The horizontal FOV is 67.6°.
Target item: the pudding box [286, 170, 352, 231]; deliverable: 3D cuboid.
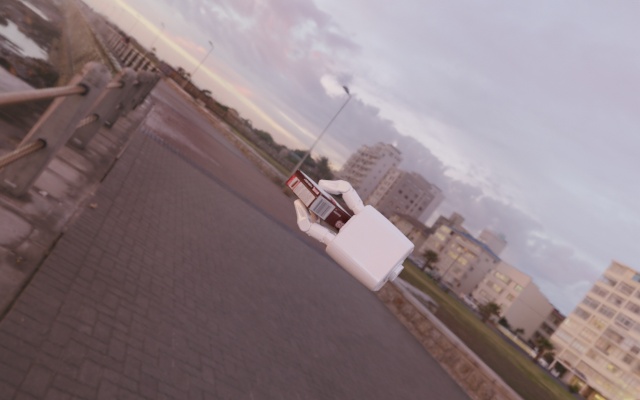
[{"bbox_3d":[0.000,0.003,0.858,0.113,0.039,0.090,40,4,-45],"label":"pudding box"}]
